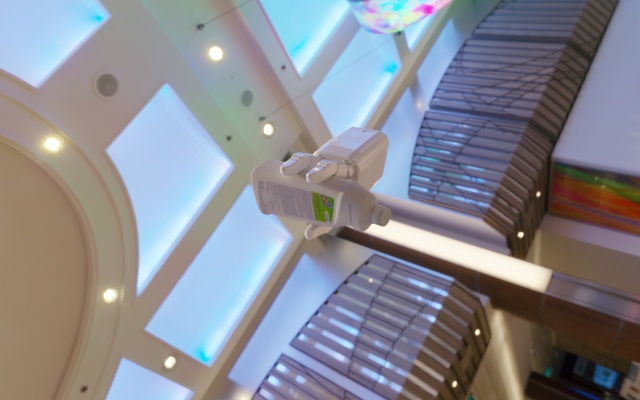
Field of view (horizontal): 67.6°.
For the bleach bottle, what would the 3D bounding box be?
[{"bbox_3d":[0.000,0.002,0.779,0.251,0.103,0.068,17,43,35],"label":"bleach bottle"}]
